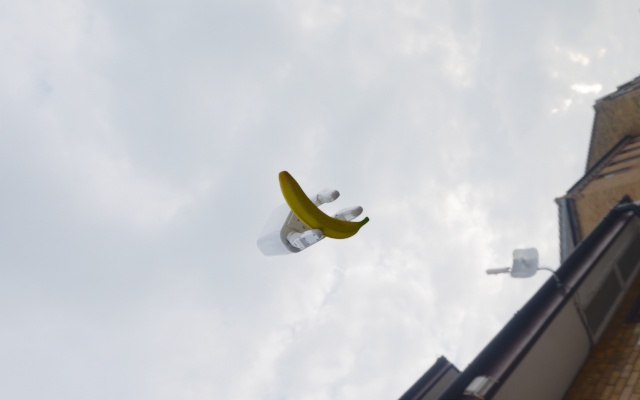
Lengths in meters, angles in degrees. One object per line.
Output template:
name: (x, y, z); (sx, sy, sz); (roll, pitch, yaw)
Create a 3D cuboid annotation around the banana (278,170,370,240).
banana: (-0.003, 0.021, 0.847); (0.198, 0.069, 0.037); (30, -24, -25)
